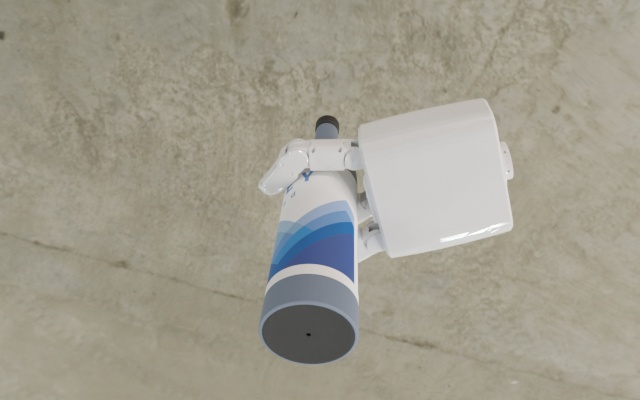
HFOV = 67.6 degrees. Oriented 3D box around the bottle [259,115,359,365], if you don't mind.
[{"bbox_3d":[0.000,0.002,0.432,0.069,0.069,0.295,0,37,4],"label":"bottle"}]
